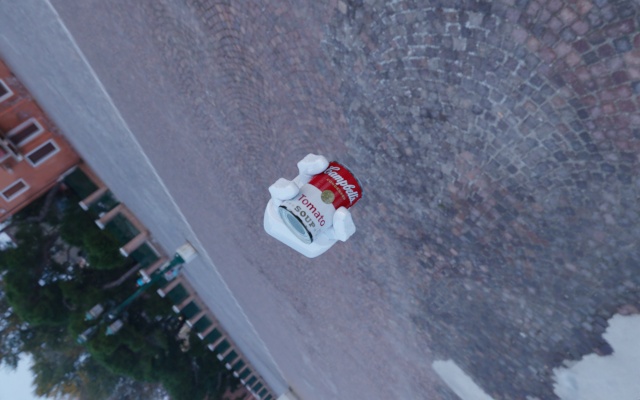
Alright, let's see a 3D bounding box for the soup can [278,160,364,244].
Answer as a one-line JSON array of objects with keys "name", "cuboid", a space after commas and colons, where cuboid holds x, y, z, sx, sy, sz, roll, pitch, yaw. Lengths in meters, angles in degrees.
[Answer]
[{"name": "soup can", "cuboid": [0.000, 0.002, 0.649, 0.102, 0.068, 0.068, -42, 17, -20]}]
